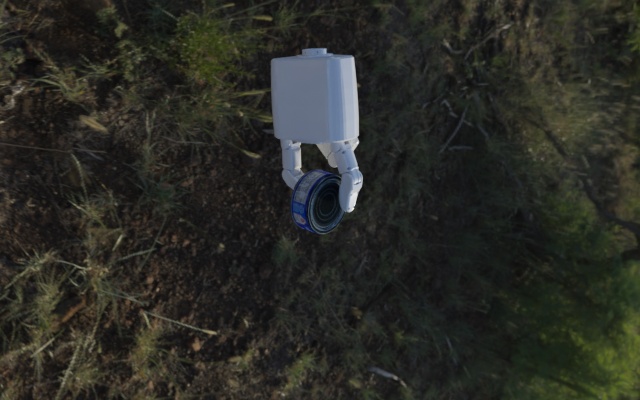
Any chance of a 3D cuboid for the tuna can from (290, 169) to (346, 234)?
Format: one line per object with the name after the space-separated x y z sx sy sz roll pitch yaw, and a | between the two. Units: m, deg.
0.001 0.002 0.655 0.033 0.086 0.086 18 12 40 | tuna can
